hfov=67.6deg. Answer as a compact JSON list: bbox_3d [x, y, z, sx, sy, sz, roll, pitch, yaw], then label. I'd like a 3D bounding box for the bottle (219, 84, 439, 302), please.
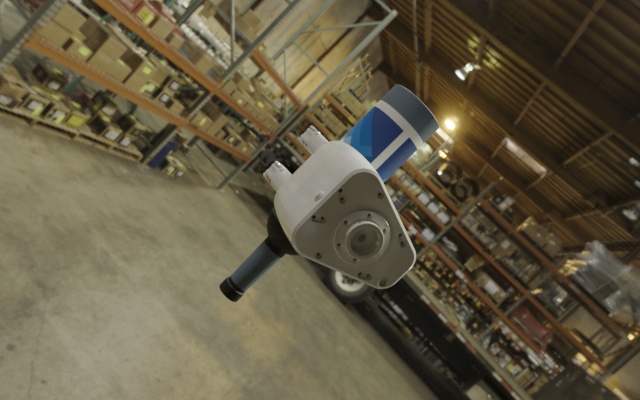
[{"bbox_3d":[0.000,0.002,0.526,0.296,0.069,0.069,-45,5,5],"label":"bottle"}]
